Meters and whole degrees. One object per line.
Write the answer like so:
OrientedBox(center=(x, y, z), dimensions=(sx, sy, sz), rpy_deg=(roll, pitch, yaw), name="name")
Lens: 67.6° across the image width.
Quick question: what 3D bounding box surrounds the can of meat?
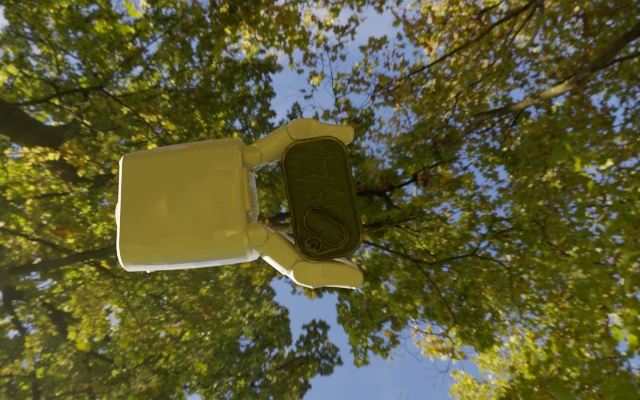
OrientedBox(center=(0.000, 0.001, 0.431), dimensions=(0.057, 0.102, 0.084), rpy_deg=(-10, -4, -3), name="can of meat")
